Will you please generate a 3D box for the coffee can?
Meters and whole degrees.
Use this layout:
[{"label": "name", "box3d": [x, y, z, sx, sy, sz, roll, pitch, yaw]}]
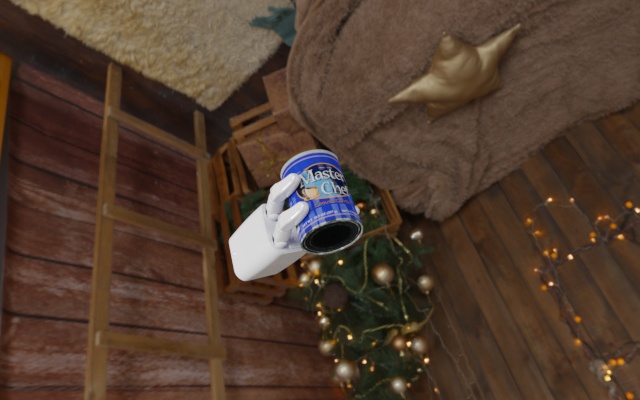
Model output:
[{"label": "coffee can", "box3d": [0.000, 0.002, 0.780, 0.103, 0.140, 0.103, -13, -32, -8]}]
